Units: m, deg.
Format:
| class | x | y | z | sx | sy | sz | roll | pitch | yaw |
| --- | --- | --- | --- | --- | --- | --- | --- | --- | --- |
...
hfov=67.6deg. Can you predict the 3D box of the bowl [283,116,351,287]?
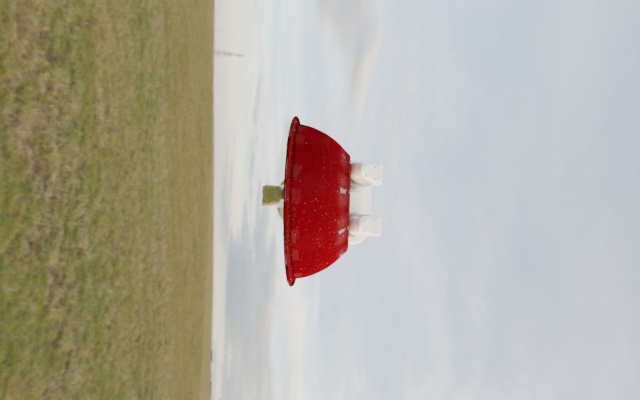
| class | x | y | z | sx | sy | sz | roll | pitch | yaw |
| --- | --- | --- | --- | --- | --- | --- | --- | --- | --- |
| bowl | 0.000 | 0.002 | 0.455 | 0.055 | 0.162 | 0.162 | 2 | 0 | 3 |
